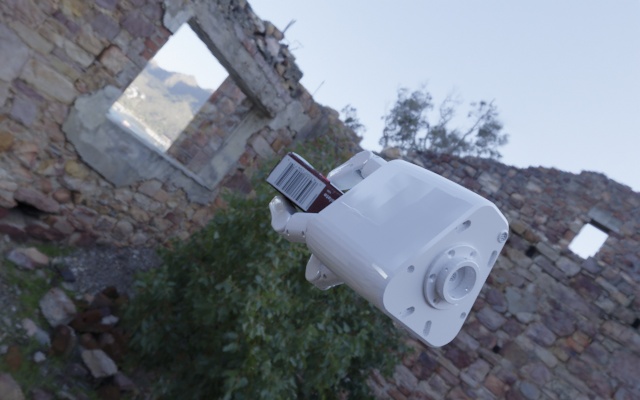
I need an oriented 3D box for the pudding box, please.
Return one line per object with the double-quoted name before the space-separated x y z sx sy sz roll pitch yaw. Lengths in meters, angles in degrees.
"pudding box" 0.000 0.001 0.473 0.113 0.039 0.090 40 -2 -5
